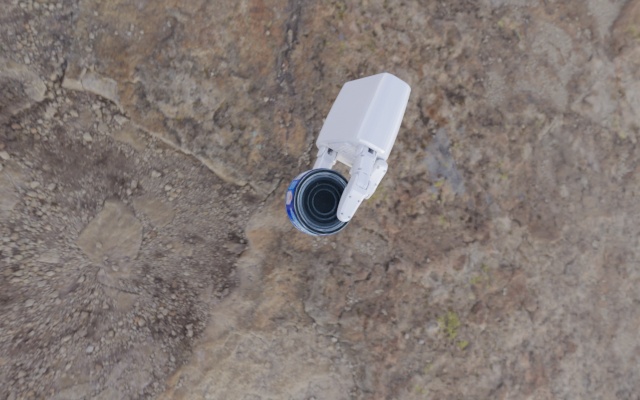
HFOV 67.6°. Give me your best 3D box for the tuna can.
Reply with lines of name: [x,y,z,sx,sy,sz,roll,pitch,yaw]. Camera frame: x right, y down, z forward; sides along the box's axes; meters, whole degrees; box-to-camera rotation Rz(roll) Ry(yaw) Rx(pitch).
tuna can: [0.000,0.002,0.604,0.086,0.086,0.034,0,-1,-22]
